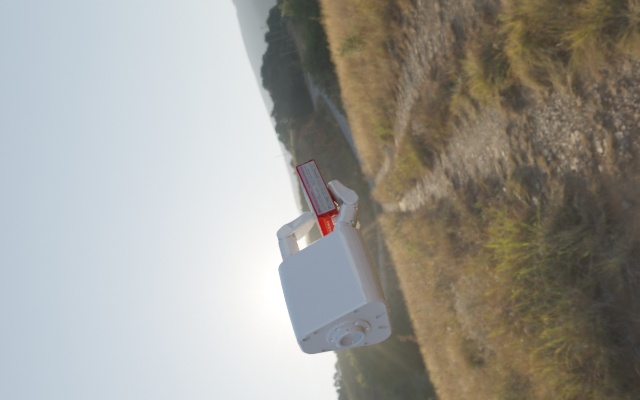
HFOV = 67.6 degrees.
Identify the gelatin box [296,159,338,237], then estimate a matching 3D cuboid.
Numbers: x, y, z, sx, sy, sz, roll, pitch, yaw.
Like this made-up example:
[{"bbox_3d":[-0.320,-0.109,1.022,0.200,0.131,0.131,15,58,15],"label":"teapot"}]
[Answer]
[{"bbox_3d":[0.000,0.002,0.632,0.030,0.089,0.073,-22,-32,-4],"label":"gelatin box"}]
